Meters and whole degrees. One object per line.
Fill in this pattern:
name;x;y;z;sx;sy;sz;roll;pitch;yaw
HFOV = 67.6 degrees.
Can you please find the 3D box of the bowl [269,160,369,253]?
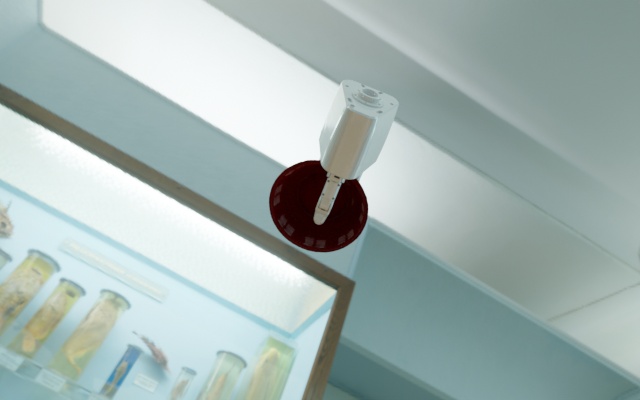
bowl;-0.001;0.003;0.785;0.162;0.162;0.055;0;22;11
